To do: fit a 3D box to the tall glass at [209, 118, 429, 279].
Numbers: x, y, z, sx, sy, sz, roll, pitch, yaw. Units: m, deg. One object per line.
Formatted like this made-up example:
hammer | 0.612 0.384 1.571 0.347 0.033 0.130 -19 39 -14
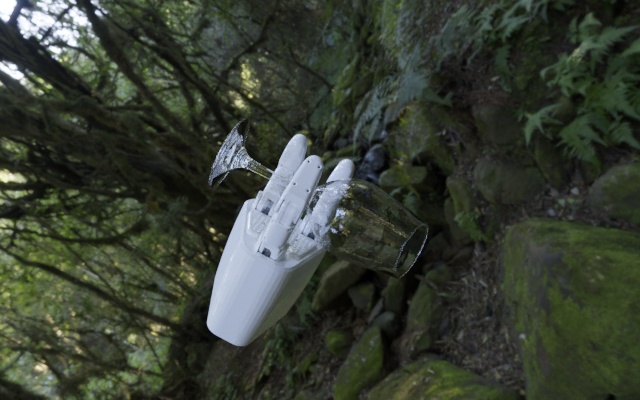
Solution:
tall glass | 0.000 0.001 0.457 0.201 0.079 0.079 28 0 0
